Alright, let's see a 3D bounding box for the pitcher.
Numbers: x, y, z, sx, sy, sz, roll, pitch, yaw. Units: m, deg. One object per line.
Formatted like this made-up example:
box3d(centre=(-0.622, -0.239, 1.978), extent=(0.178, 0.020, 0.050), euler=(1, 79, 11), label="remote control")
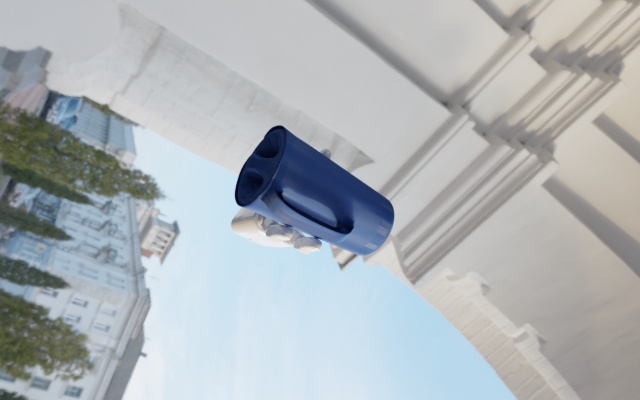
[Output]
box3d(centre=(0.000, 0.002, 0.743), extent=(0.243, 0.149, 0.145), euler=(28, -23, -28), label="pitcher")
